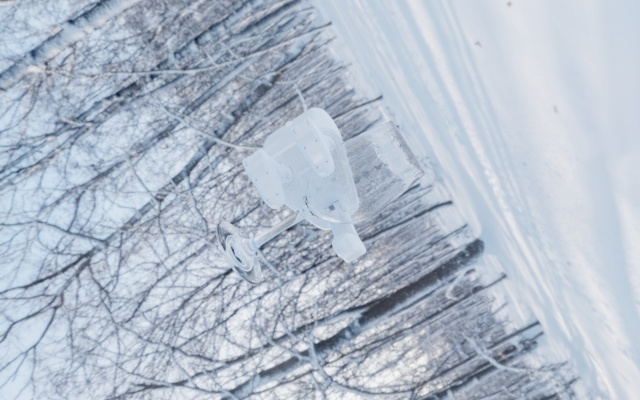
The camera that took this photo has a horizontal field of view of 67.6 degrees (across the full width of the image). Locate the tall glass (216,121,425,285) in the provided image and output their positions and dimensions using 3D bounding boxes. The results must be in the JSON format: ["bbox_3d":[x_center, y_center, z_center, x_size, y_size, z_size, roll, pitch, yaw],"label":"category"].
[{"bbox_3d":[0.000,0.002,0.471,0.201,0.079,0.079,-32,-6,10],"label":"tall glass"}]
